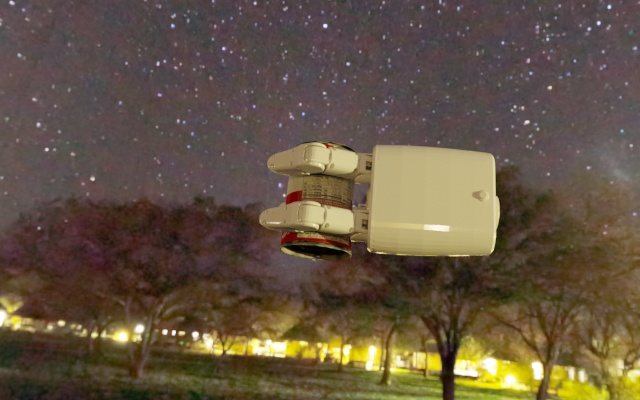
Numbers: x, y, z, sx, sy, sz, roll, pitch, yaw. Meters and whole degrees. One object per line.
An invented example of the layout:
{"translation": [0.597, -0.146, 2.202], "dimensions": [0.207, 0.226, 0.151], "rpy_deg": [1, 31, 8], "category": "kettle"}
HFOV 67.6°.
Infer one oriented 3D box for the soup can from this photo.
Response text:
{"translation": [0.000, 0.001, 0.464], "dimensions": [0.068, 0.102, 0.068], "rpy_deg": [5, -17, 2], "category": "soup can"}
